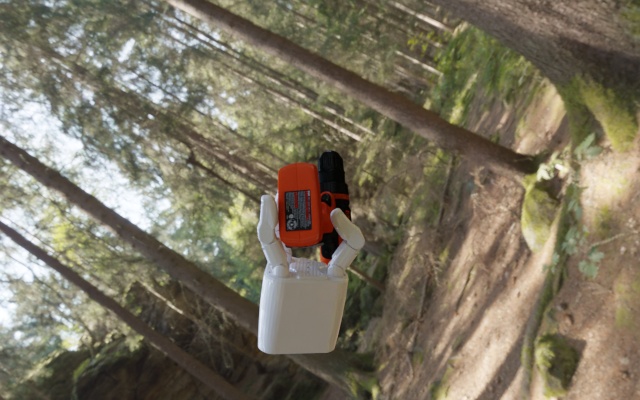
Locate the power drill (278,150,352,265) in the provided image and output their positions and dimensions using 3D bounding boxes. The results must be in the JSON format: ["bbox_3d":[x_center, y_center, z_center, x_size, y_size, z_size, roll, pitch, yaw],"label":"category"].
[{"bbox_3d":[0.000,0.002,0.675,0.057,0.184,0.188,-8,-10,18],"label":"power drill"}]
